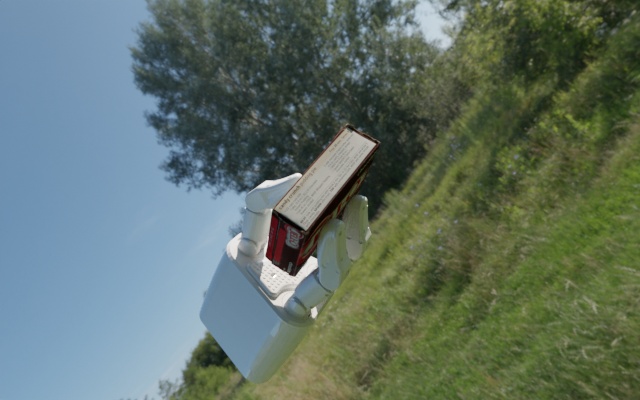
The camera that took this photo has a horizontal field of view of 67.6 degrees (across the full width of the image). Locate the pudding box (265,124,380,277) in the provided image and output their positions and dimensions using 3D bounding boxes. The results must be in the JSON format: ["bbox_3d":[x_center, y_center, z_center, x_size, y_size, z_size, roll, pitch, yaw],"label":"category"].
[{"bbox_3d":[0.000,0.001,0.414,0.039,0.113,0.090,33,-30,8],"label":"pudding box"}]
